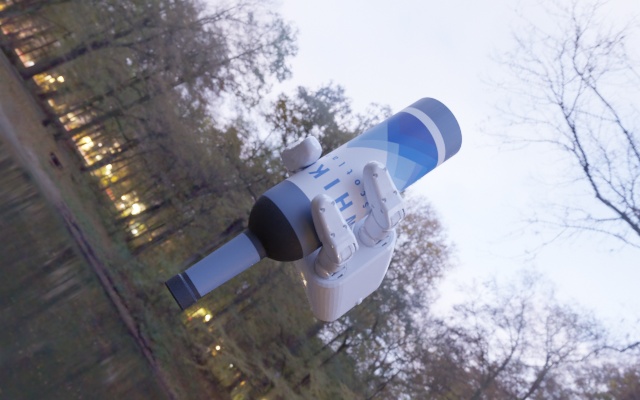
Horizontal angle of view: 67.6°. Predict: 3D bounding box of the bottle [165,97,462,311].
[{"bbox_3d":[0.000,0.001,0.427,0.295,0.069,0.069,-33,12,-20],"label":"bottle"}]
